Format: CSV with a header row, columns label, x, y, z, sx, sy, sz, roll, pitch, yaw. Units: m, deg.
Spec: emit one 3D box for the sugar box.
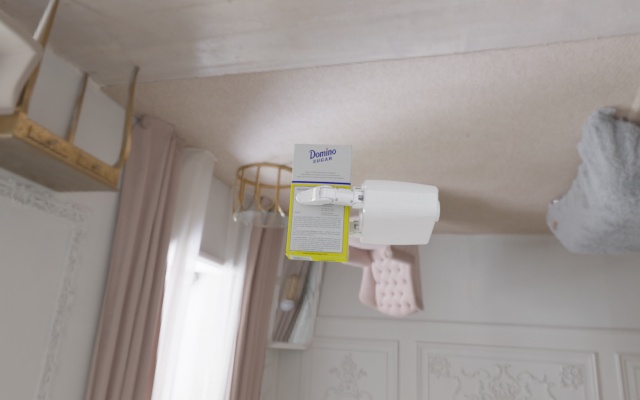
label,x,y,z,sx,sy,sz,roll,pitch,yaw
sugar box,0.000,0.003,0.732,0.093,0.176,0.048,3,-18,5
